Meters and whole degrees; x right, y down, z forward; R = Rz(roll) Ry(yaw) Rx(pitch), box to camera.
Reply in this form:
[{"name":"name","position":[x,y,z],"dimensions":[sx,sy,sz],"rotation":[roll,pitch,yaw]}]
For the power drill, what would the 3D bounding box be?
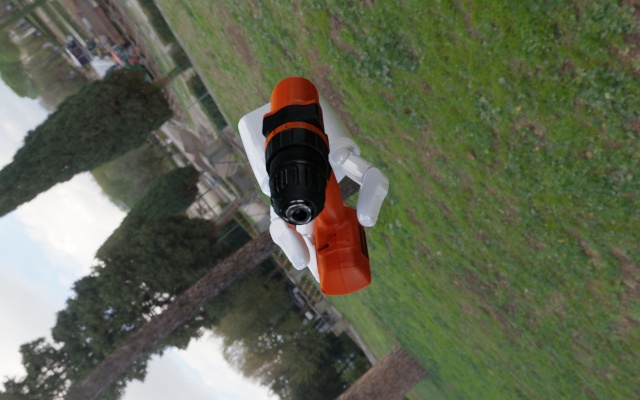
[{"name":"power drill","position":[0.000,0.002,0.438],"dimensions":[0.057,0.188,0.184],"rotation":[-12,39,8]}]
